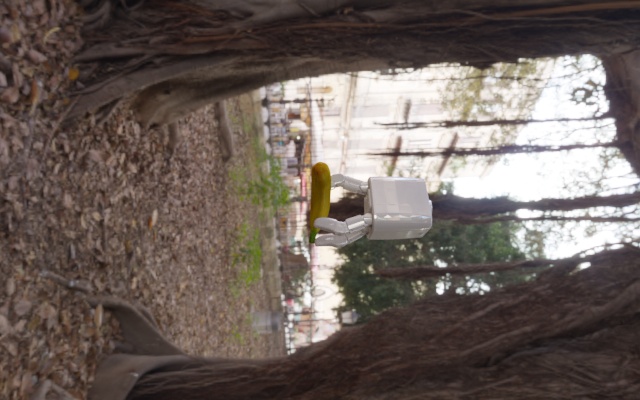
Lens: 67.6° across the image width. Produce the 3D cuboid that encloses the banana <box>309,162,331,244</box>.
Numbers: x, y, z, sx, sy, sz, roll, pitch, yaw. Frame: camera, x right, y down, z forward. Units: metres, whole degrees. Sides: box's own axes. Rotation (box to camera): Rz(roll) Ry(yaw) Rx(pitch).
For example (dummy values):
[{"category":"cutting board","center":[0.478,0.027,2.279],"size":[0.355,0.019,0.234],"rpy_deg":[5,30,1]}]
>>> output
[{"category":"banana","center":[0.000,-0.008,0.847],"size":[0.037,0.069,0.198],"rpy_deg":[2,-44,-1]}]
